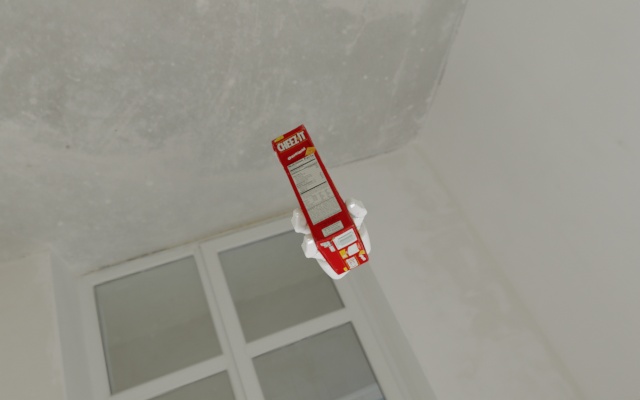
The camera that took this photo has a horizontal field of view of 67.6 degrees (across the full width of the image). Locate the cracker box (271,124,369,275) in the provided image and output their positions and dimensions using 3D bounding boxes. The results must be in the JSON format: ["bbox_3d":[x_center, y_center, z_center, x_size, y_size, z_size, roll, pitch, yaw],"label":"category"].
[{"bbox_3d":[0.000,0.003,0.822,0.072,0.213,0.164,-26,-29,1],"label":"cracker box"}]
